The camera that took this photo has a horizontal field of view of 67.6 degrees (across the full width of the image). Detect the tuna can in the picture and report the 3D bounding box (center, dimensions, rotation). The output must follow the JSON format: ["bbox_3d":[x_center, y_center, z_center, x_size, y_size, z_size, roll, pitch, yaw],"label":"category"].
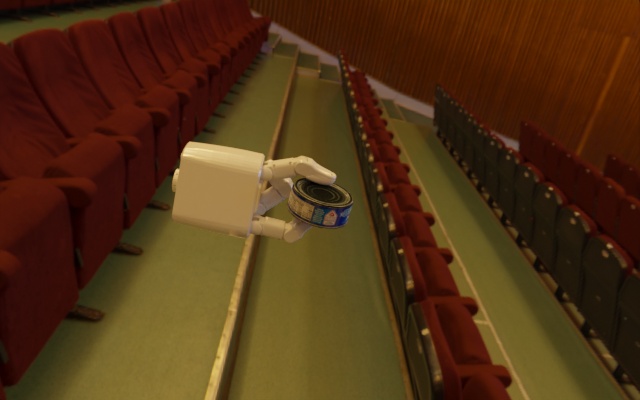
[{"bbox_3d":[0.000,0.002,0.643,0.086,0.034,0.086,14,24,-6],"label":"tuna can"}]
